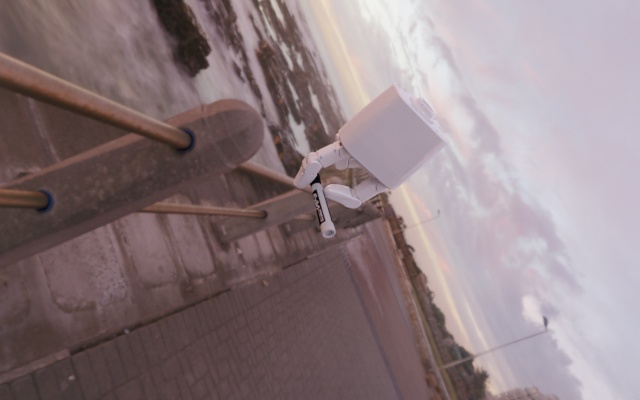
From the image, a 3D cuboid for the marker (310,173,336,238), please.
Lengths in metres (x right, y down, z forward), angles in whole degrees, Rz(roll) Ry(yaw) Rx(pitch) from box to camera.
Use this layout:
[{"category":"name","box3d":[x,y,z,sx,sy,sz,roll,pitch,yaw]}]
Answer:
[{"category":"marker","box3d":[0.000,0.002,0.682,0.020,0.121,0.020,-8,-44,-7]}]
